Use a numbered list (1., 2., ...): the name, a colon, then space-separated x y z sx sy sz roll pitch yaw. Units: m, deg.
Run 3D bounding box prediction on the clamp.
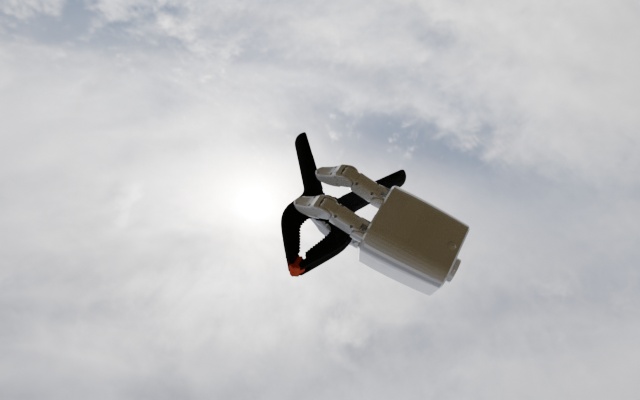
1. clamp: 0.000 0.003 0.628 0.164 0.210 0.036 27 -31 13
